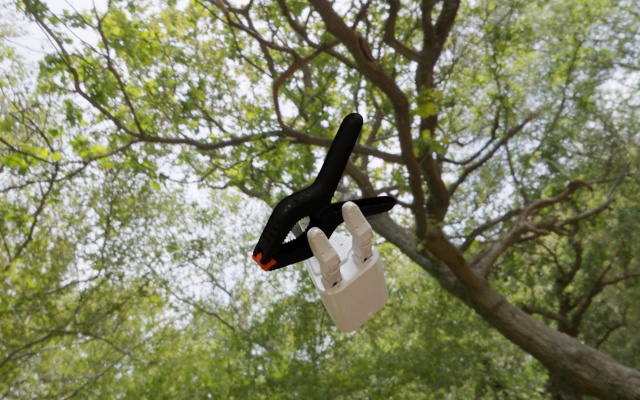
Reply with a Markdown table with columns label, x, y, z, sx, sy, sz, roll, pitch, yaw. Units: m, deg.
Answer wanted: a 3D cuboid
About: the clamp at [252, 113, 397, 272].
| label | x | y | z | sx | sy | sz | roll | pitch | yaw |
| --- | --- | --- | --- | --- | --- | --- | --- | --- | --- |
| clamp | -0.001 | 0.002 | 0.586 | 0.210 | 0.165 | 0.036 | -36 | 40 | -17 |
